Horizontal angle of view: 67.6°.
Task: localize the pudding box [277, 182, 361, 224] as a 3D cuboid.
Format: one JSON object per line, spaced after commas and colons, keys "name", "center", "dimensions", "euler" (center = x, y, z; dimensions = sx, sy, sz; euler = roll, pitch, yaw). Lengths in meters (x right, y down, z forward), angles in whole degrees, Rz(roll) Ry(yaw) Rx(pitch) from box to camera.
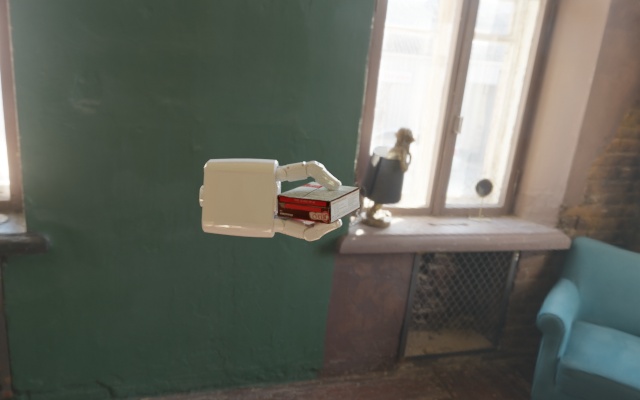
{"name": "pudding box", "center": [0.000, 0.002, 0.729], "dimensions": [0.090, 0.039, 0.113], "euler": [8, 17, 27]}
